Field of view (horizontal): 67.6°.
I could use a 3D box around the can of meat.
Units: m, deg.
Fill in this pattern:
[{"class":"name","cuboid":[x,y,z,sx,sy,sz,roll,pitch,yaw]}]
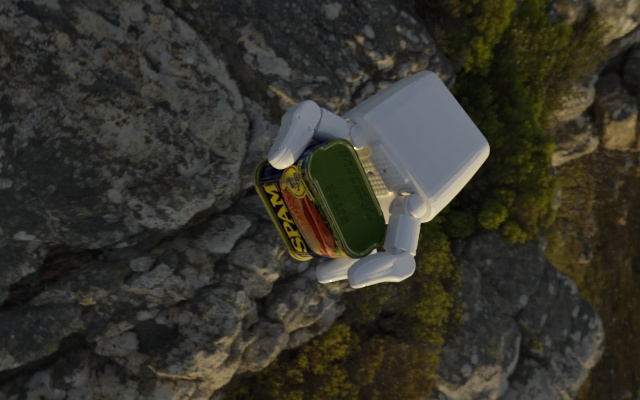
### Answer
[{"class":"can of meat","cuboid":[0.000,0.001,0.408,0.057,0.102,0.084,-34,16,-33]}]
